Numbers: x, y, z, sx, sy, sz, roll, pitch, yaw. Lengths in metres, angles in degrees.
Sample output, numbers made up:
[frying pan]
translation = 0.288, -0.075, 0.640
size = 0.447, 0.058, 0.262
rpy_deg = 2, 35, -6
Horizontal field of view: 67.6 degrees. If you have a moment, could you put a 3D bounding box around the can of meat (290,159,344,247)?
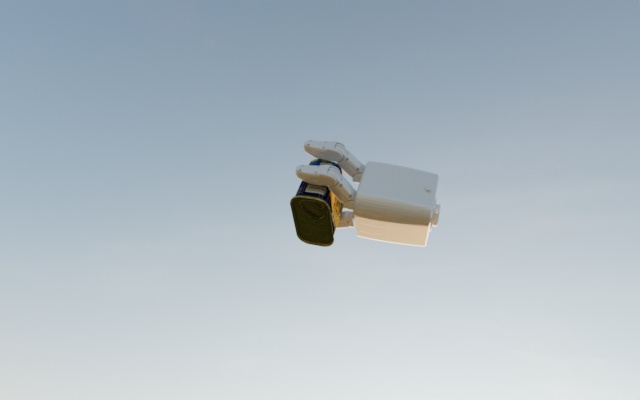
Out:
[can of meat]
translation = 0.000, 0.002, 0.697
size = 0.057, 0.084, 0.102
rpy_deg = 8, -42, 16
